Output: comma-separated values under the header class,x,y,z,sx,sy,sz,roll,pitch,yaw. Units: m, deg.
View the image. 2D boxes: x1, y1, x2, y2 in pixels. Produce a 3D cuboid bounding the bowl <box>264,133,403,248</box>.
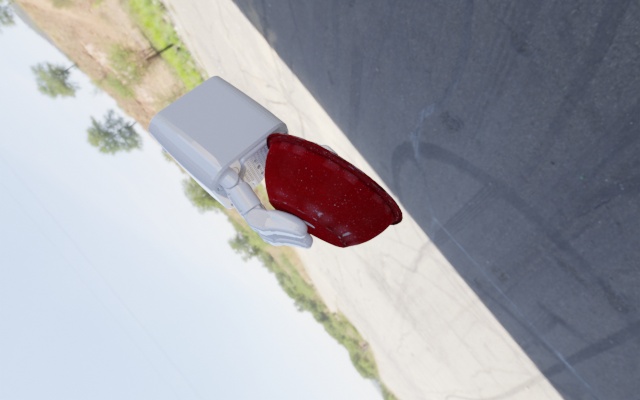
class,x,y,z,sx,sy,sz,roll,pitch,yaw
bowl,0.001,0.002,0.484,0.162,0.055,0.162,30,-13,7
